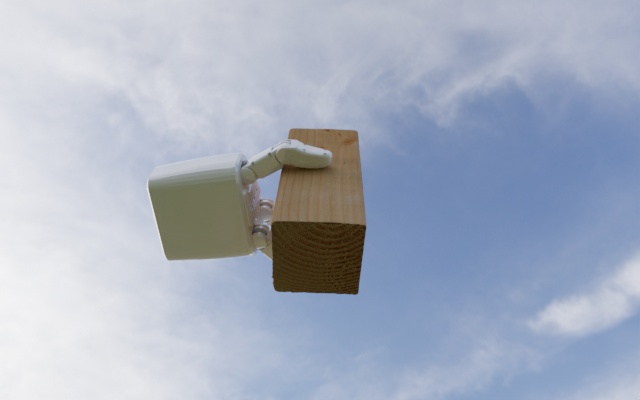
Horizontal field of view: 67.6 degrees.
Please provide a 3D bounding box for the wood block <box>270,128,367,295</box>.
[{"bbox_3d":[0.000,0.001,0.546,0.090,0.091,0.206,2,33,0],"label":"wood block"}]
